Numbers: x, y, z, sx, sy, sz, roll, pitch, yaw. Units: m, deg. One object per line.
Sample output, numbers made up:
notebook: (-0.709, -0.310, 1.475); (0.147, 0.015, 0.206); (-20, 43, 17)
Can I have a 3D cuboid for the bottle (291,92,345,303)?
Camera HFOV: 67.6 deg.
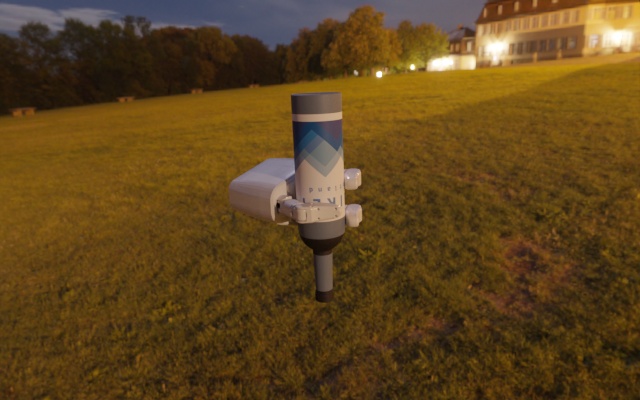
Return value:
bottle: (0.000, 0.002, 0.662); (0.069, 0.296, 0.069); (-2, 15, 1)
